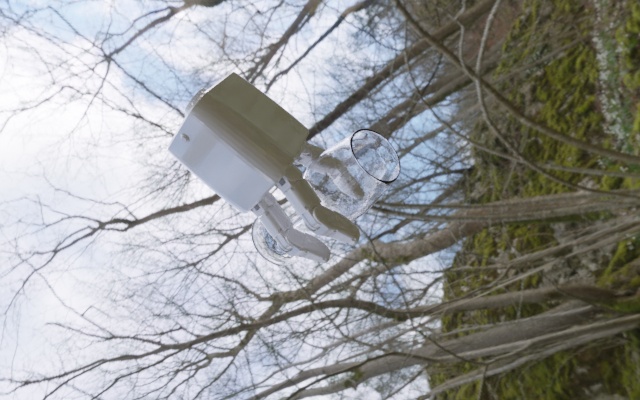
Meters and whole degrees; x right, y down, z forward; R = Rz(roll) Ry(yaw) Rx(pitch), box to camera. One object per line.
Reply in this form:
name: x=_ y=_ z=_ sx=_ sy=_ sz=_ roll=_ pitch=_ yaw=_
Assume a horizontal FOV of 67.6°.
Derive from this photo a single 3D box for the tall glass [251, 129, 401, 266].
tall glass: x=0.000 y=0.002 z=0.531 sx=0.079 sy=0.079 sz=0.201 roll=0 pitch=-27 yaw=-38
